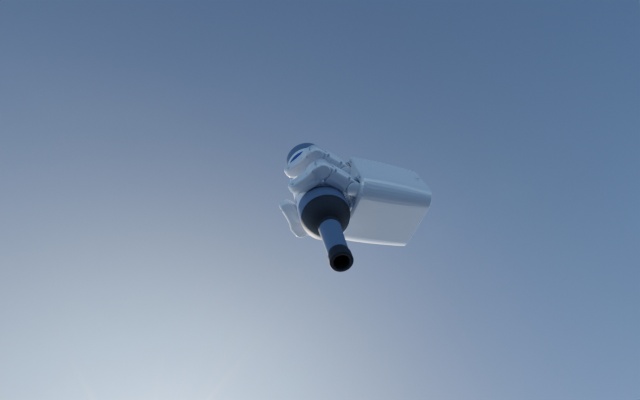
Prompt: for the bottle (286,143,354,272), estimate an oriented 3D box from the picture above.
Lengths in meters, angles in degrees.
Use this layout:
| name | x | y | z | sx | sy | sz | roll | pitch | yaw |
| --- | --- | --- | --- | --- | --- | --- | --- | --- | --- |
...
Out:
| name | x | y | z | sx | sy | sz | roll | pitch | yaw |
| --- | --- | --- | --- | --- | --- | --- | --- | --- | --- |
| bottle | 0.000 | 0.002 | 0.652 | 0.069 | 0.069 | 0.295 | 0 | 26 | -10 |
